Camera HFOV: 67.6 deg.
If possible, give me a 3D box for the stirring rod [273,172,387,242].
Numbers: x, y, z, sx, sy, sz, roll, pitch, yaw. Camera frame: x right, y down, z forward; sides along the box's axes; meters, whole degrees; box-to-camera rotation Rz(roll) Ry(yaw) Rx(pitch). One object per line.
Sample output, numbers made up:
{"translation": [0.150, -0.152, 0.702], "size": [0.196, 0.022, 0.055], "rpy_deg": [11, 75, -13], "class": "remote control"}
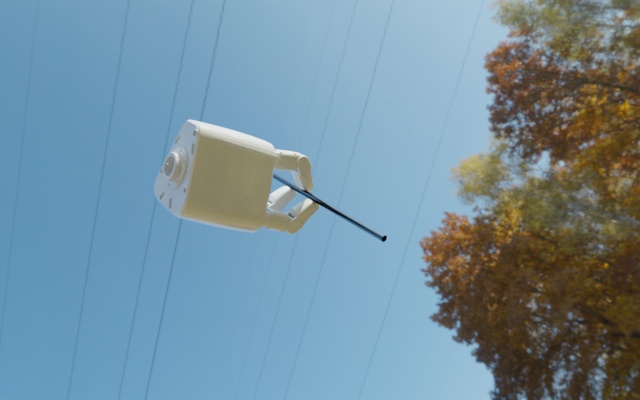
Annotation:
{"translation": [0.000, 0.002, 0.622], "size": [0.011, 0.011, 0.239], "rpy_deg": [0, 20, -39], "class": "stirring rod"}
